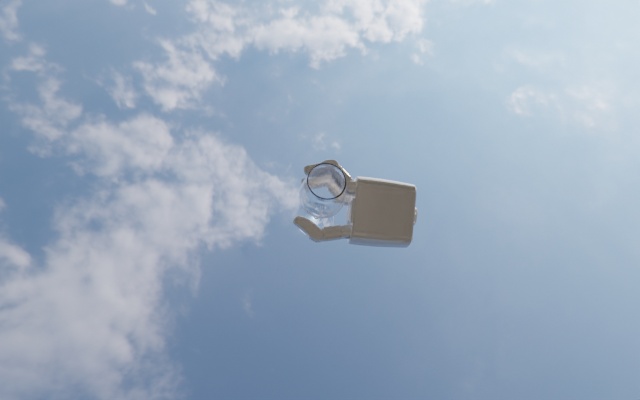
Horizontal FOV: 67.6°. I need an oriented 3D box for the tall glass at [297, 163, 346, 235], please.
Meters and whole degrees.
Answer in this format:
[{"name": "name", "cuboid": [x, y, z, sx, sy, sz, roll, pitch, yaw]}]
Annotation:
[{"name": "tall glass", "cuboid": [0.000, 0.003, 0.831, 0.079, 0.079, 0.201, 0, -19, -6]}]
